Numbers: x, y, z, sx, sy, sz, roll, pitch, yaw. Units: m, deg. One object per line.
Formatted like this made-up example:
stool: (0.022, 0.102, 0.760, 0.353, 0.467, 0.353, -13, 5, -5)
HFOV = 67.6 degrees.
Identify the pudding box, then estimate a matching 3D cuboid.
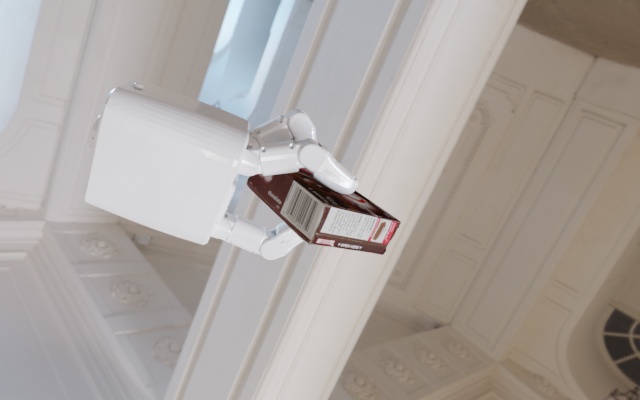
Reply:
pudding box: (0.000, 0.002, 0.419, 0.090, 0.039, 0.113, 12, 20, -41)
